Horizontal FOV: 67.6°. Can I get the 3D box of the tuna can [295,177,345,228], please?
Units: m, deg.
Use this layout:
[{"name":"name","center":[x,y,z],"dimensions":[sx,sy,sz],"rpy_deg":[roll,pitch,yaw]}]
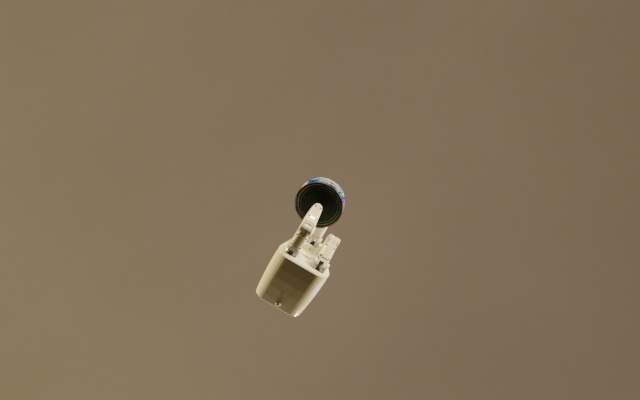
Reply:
[{"name":"tuna can","center":[0.000,0.002,0.837],"dimensions":[0.086,0.086,0.033],"rpy_deg":[0,22,14]}]
